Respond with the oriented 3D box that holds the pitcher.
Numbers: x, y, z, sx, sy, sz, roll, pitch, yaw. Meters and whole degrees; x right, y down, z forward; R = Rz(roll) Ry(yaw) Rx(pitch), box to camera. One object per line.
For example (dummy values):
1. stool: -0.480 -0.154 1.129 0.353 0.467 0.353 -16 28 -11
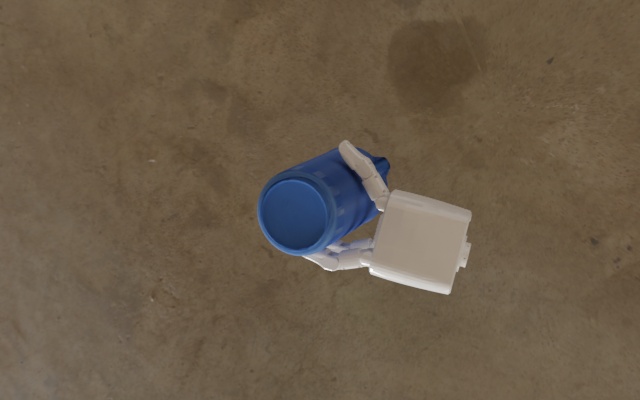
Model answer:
1. pitcher: 0.000 0.002 0.688 0.145 0.149 0.243 17 15 16
